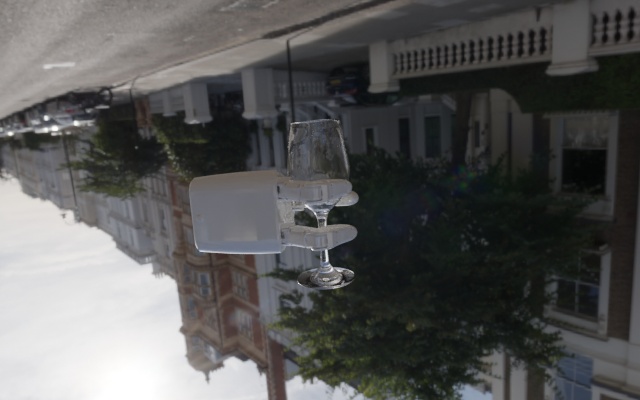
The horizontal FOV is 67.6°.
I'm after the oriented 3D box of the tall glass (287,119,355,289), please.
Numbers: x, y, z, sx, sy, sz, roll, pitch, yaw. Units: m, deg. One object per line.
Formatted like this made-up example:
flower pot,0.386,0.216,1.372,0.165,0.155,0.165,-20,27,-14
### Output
tall glass,0.000,0.003,0.591,0.079,0.201,0.079,-4,11,1
